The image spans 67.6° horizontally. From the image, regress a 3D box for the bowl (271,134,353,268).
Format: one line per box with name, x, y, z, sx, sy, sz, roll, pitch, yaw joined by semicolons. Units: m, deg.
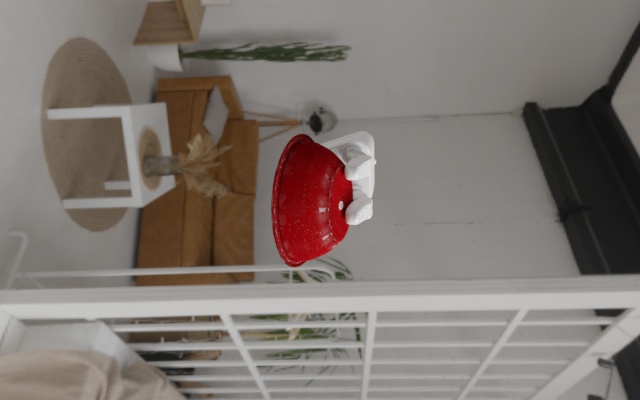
bowl;0.000;0.003;0.569;0.055;0.162;0.162;4;1;20
